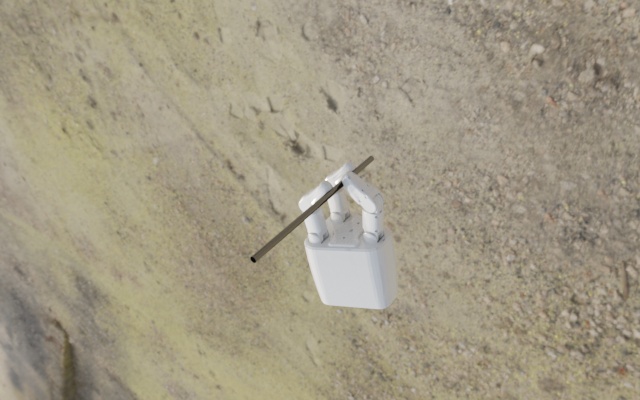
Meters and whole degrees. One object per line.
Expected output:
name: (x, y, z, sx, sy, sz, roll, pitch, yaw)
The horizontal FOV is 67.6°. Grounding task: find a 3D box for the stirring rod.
stirring rod: (0.000, 0.002, 0.567, 0.011, 0.011, 0.239, 0, 29, 41)
